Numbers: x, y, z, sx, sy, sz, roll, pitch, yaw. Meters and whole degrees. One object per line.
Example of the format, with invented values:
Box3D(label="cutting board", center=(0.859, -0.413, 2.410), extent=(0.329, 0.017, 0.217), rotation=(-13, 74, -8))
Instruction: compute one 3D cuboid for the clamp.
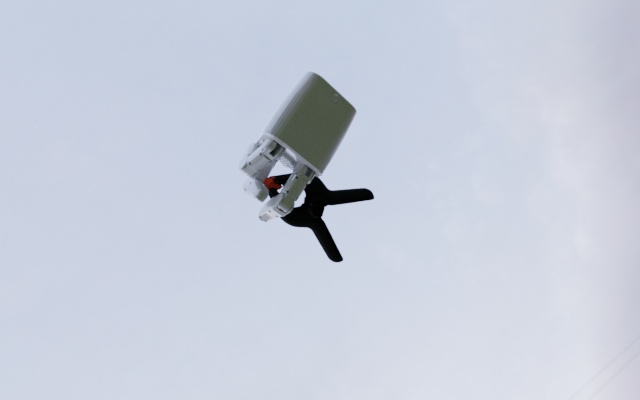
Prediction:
Box3D(label="clamp", center=(0.000, 0.002, 0.689), extent=(0.171, 0.120, 0.039), rotation=(38, -13, -30))
